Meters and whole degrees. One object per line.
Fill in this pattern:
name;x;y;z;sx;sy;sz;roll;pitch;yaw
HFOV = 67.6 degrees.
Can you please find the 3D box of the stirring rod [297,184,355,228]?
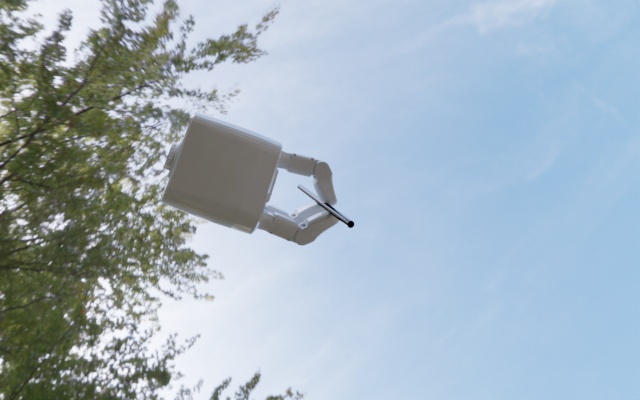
stirring rod;0.000;0.002;0.604;0.011;0.011;0.239;0;11;-15
